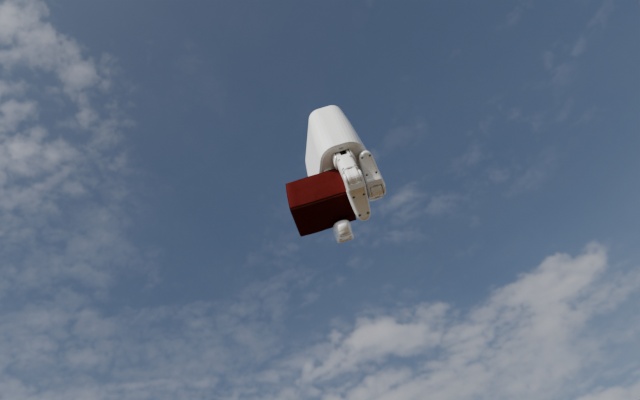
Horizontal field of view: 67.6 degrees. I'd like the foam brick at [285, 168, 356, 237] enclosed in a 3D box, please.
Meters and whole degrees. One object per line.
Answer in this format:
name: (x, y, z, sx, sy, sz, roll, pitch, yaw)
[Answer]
foam brick: (0.000, 0.002, 0.609, 0.078, 0.053, 0.051, -17, 43, -1)
